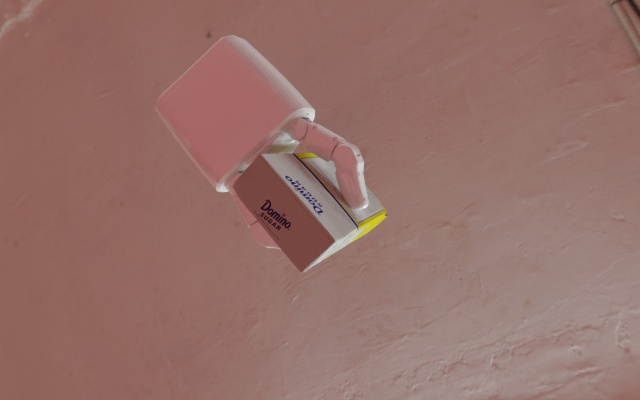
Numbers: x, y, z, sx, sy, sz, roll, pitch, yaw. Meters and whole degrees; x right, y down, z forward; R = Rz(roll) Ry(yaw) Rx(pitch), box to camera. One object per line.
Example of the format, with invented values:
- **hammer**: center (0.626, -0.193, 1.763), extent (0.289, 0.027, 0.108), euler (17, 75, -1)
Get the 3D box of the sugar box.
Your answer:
- **sugar box**: center (0.000, 0.002, 0.445), extent (0.048, 0.093, 0.176), euler (-45, -11, 22)
